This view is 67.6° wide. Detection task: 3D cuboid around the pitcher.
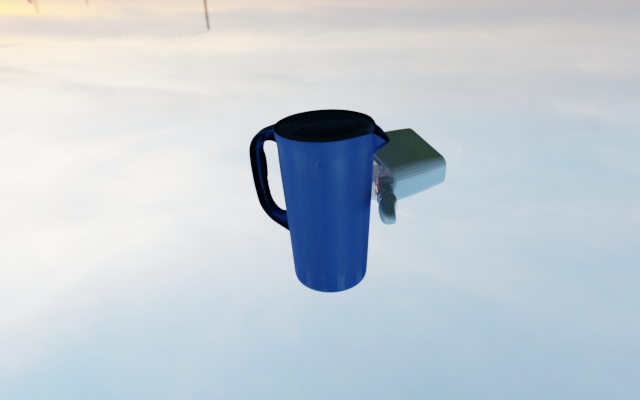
[{"bbox_3d":[0.000,0.002,0.667,0.145,0.243,0.149,-18,31,-28],"label":"pitcher"}]
